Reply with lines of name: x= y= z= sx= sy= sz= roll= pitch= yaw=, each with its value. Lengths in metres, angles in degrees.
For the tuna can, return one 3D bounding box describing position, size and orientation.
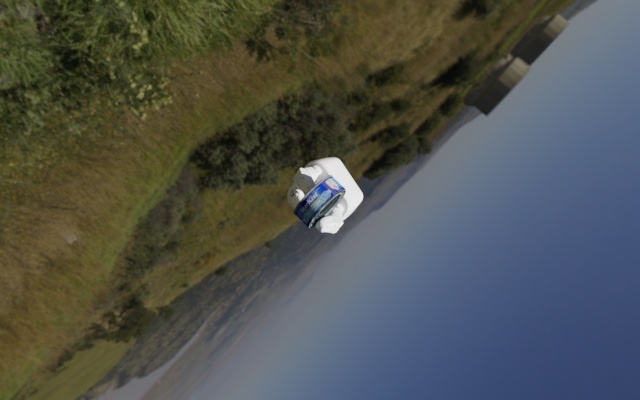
tuna can: x=0.000 y=0.003 z=0.746 sx=0.033 sy=0.086 sz=0.086 roll=44 pitch=10 yaw=10
